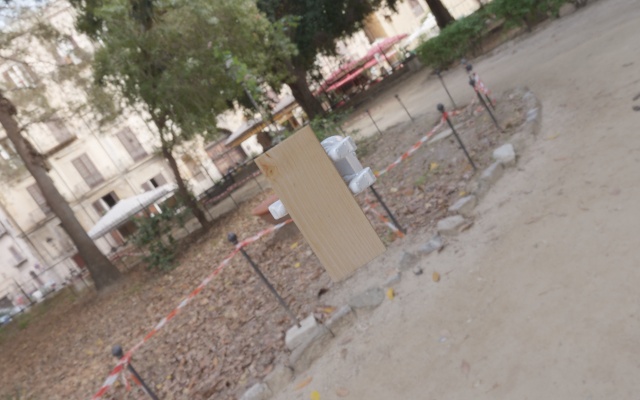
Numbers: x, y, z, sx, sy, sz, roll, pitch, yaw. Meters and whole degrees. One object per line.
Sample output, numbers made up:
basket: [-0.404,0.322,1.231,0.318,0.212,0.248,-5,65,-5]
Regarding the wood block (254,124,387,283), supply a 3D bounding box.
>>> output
wood block: [0.000,0.002,0.696,0.091,0.206,0.090,-33,8,2]
